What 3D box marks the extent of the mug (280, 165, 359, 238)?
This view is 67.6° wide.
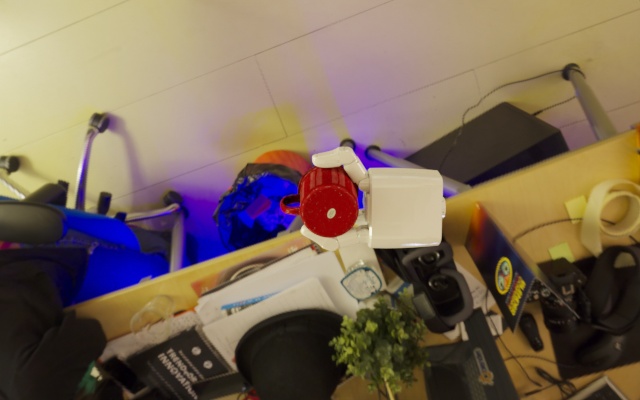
[{"bbox_3d":[-0.001,0.002,0.686,0.117,0.093,0.081,-3,21,0],"label":"mug"}]
